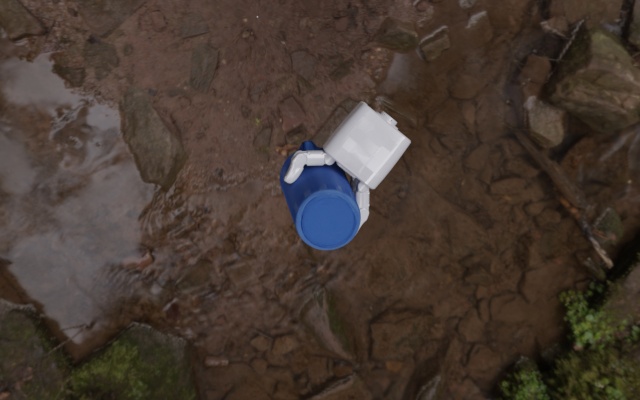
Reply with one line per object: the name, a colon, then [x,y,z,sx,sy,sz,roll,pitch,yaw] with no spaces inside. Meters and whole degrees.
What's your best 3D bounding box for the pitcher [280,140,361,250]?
pitcher: [0.000,0.003,0.876,0.149,0.145,0.242,35,12,-18]
